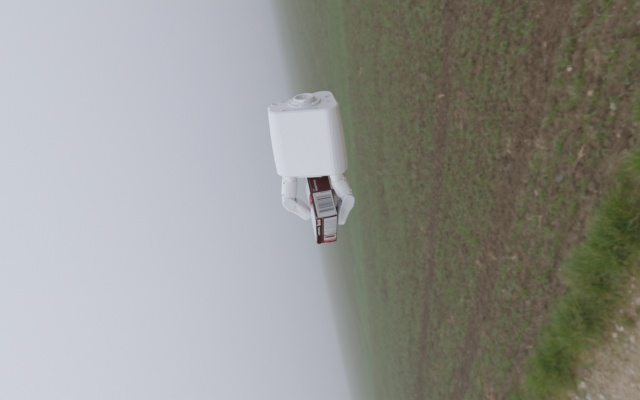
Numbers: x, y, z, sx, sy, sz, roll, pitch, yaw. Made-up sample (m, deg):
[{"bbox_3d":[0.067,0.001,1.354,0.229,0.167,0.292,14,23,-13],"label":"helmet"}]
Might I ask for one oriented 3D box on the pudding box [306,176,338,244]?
[{"bbox_3d":[0.000,0.003,0.800,0.039,0.113,0.090,-9,-32,-4],"label":"pudding box"}]
